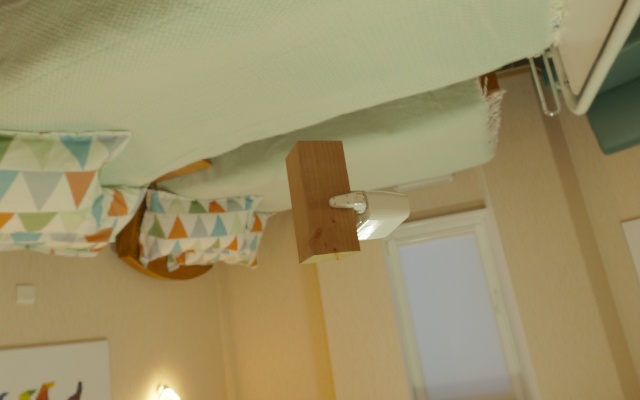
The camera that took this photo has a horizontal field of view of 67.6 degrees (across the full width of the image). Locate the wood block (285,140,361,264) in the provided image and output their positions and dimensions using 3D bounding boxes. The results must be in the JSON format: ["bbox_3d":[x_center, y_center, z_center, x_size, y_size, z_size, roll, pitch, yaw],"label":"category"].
[{"bbox_3d":[0.001,0.003,0.870,0.090,0.206,0.091,-3,-16,-21],"label":"wood block"}]
